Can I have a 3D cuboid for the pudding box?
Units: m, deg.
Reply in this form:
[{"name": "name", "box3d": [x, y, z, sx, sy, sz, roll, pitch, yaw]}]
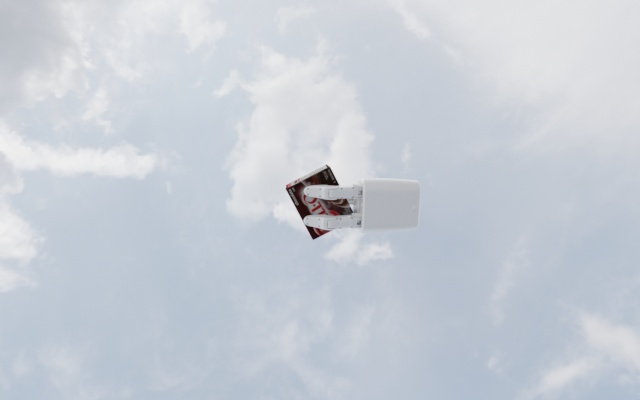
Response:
[{"name": "pudding box", "box3d": [0.000, 0.003, 0.872, 0.090, 0.113, 0.039, -27, 13, 1]}]
